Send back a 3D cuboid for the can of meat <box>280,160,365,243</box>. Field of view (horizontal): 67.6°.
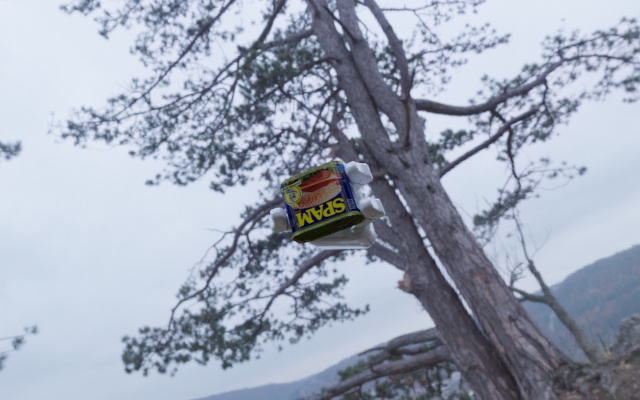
[{"bbox_3d":[0.000,0.002,0.665,0.102,0.084,0.057,-21,-19,11],"label":"can of meat"}]
